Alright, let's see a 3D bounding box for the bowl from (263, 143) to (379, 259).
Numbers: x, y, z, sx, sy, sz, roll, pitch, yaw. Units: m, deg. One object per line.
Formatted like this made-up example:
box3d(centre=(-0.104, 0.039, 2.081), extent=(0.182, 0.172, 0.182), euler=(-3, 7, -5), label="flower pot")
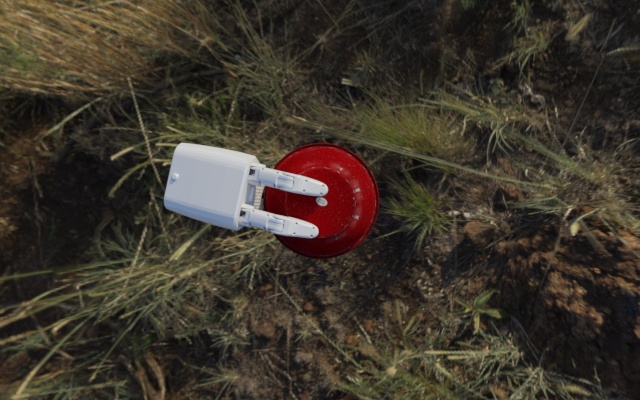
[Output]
box3d(centre=(0.001, 0.002, 0.638), extent=(0.162, 0.162, 0.055), euler=(0, 2, 1), label="bowl")
